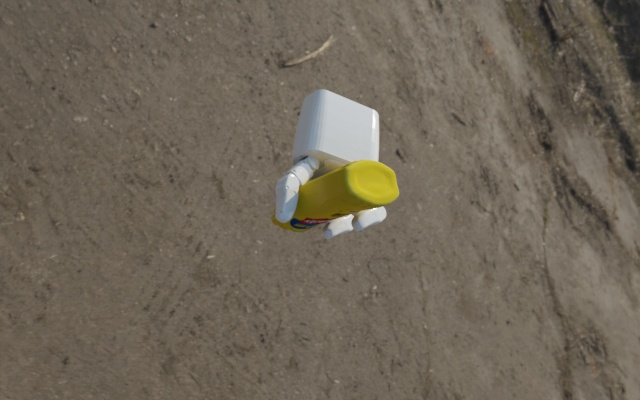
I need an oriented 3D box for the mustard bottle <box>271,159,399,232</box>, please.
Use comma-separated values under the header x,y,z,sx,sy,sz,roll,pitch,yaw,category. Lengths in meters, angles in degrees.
x,y,z,sx,sy,sz,roll,pitch,yaw,category
0.000,0.002,0.623,0.096,0.058,0.192,-2,-13,-45,mustard bottle
